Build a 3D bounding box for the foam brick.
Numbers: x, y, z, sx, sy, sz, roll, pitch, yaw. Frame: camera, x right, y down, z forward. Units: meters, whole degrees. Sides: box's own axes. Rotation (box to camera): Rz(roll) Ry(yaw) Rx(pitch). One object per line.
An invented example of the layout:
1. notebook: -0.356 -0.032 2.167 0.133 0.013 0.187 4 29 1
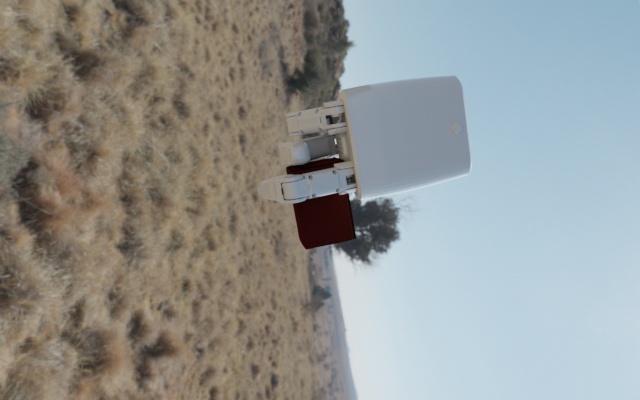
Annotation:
1. foam brick: 0.000 0.002 0.464 0.051 0.078 0.053 -11 10 -7
